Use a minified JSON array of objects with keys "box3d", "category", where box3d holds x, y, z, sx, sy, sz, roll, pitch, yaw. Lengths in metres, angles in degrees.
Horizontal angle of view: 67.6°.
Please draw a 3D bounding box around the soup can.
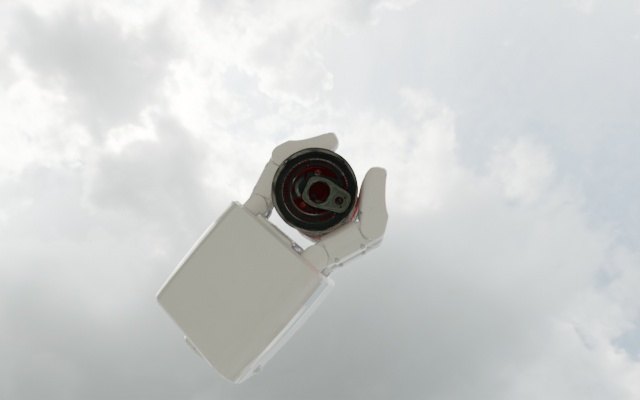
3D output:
[{"box3d":[0.000,0.001,0.417,0.068,0.068,0.102,0,-11,6],"category":"soup can"}]
